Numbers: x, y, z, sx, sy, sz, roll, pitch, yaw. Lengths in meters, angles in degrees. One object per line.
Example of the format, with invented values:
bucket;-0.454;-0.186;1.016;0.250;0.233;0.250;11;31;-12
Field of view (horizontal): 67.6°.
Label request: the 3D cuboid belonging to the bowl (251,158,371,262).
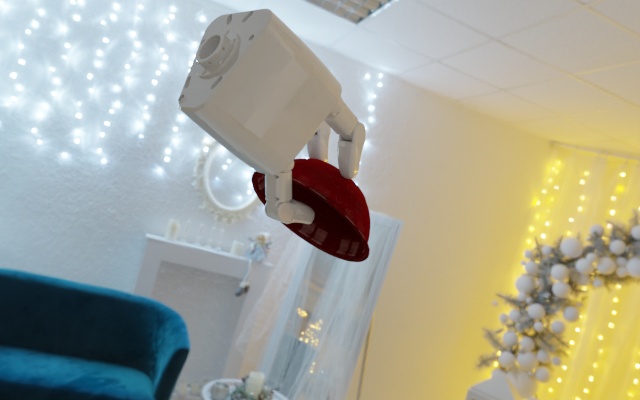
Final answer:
bowl;0.001;0.002;0.555;0.162;0.055;0.162;31;-22;14
